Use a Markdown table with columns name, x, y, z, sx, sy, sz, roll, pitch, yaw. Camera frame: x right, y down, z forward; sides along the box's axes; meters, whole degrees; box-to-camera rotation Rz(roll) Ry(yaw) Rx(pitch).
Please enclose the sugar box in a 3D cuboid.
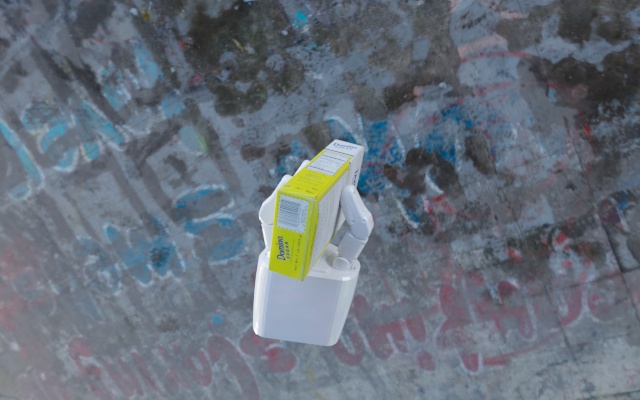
| name | x | y | z | sx | sy | sz | roll | pitch | yaw |
| --- | --- | --- | --- | --- | --- | --- | --- | --- | --- |
| sugar box | 0.000 | 0.002 | 0.525 | 0.048 | 0.093 | 0.176 | 15 | 26 | 11 |
